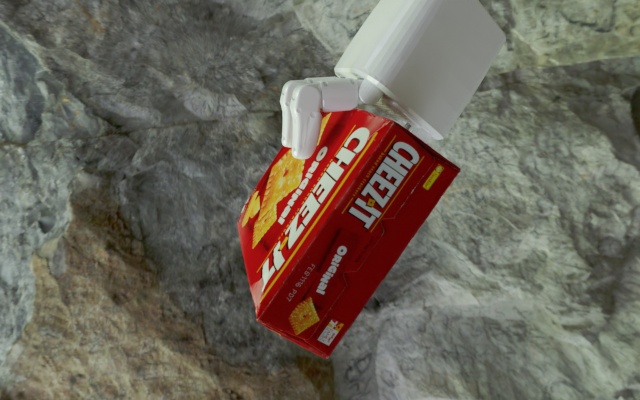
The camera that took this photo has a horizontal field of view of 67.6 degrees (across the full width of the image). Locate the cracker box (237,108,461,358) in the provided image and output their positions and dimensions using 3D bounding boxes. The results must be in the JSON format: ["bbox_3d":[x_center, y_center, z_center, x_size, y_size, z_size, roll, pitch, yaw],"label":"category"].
[{"bbox_3d":[0.000,0.001,0.415,0.072,0.164,0.213,32,6,-19],"label":"cracker box"}]
